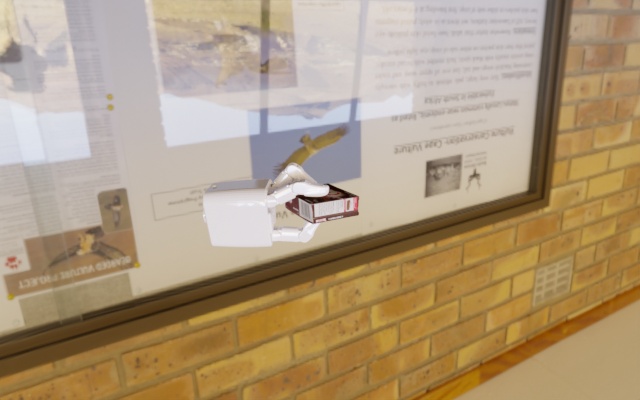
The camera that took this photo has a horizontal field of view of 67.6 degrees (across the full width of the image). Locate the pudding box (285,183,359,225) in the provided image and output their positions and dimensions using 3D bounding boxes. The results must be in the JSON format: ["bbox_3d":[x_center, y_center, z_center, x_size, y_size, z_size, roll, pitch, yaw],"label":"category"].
[{"bbox_3d":[0.000,0.003,0.815,0.090,0.039,0.113,-11,20,-26],"label":"pudding box"}]
